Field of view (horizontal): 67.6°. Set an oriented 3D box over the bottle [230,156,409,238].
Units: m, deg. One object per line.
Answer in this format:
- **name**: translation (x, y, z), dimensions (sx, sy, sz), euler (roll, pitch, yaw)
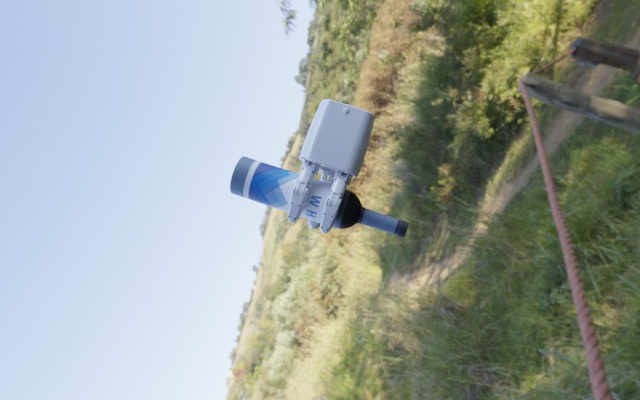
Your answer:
- **bottle**: translation (0.000, 0.003, 0.789), dimensions (0.295, 0.069, 0.069), euler (18, 2, 6)
